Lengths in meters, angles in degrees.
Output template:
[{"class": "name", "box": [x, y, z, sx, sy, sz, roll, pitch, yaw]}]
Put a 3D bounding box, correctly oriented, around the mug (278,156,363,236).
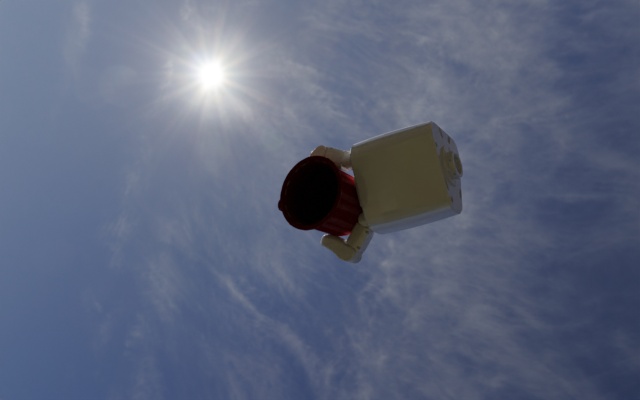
[{"class": "mug", "box": [-0.001, 0.002, 0.612, 0.117, 0.093, 0.081, -15, -22, 33]}]
